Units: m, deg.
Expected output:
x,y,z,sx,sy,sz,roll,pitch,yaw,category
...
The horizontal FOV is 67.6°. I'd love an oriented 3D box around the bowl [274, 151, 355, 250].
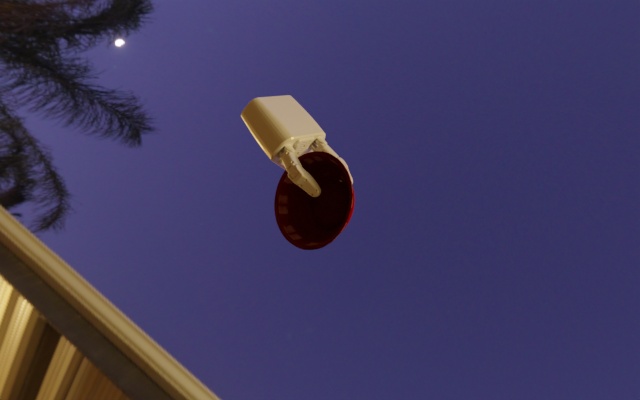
x,y,z,sx,sy,sz,roll,pitch,yaw,category
0.001,0.004,0.792,0.162,0.162,0.055,0,-8,38,bowl
